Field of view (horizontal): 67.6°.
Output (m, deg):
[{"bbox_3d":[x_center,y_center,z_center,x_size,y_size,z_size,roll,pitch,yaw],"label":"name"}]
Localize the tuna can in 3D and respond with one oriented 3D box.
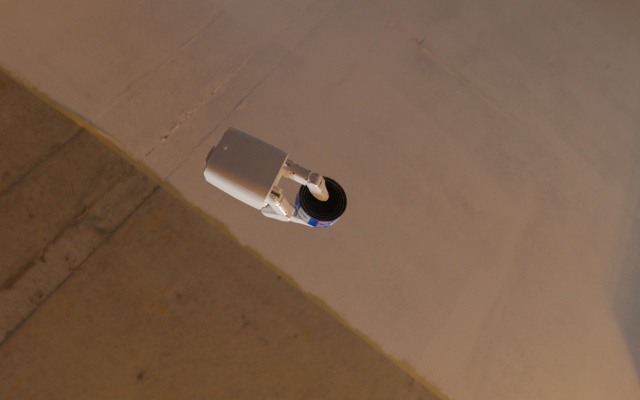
[{"bbox_3d":[0.000,0.003,0.823,0.086,0.086,0.034,0,-24,-17],"label":"tuna can"}]
